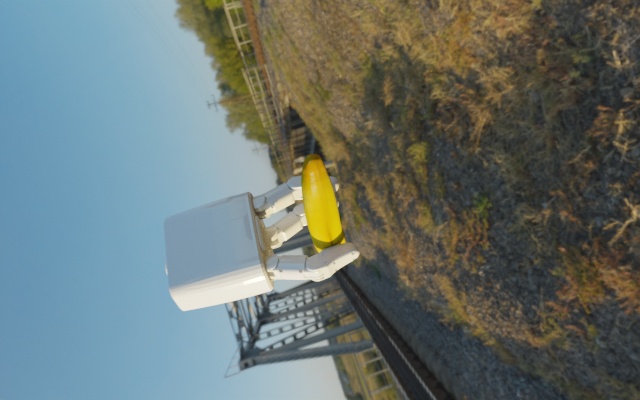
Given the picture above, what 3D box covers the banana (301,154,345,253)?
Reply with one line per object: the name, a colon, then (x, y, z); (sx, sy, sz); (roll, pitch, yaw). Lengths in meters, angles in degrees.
banana: (0.004, 0.020, 0.531); (0.037, 0.069, 0.198); (-12, -22, 3)
